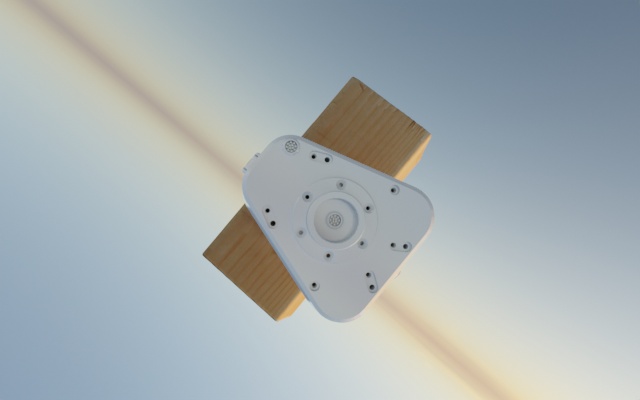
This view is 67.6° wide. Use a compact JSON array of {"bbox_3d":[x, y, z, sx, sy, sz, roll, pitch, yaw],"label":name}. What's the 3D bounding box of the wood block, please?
[{"bbox_3d":[0.000,0.001,0.451,0.091,0.206,0.090,40,-4,10],"label":"wood block"}]
